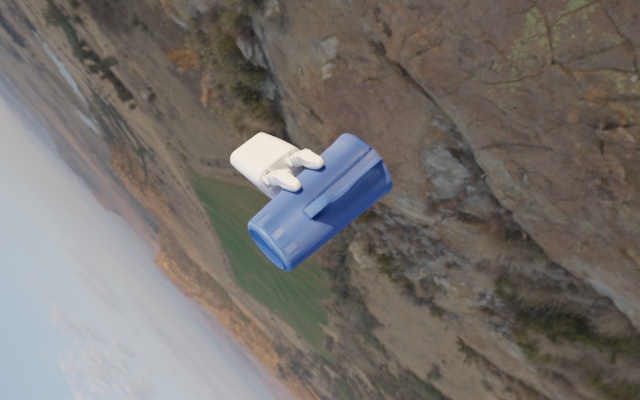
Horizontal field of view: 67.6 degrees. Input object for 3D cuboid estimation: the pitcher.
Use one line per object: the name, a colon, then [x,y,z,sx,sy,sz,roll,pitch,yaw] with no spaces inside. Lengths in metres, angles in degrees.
pitcher: [0.000,0.003,0.812,0.242,0.149,0.145,-41,47,-18]
